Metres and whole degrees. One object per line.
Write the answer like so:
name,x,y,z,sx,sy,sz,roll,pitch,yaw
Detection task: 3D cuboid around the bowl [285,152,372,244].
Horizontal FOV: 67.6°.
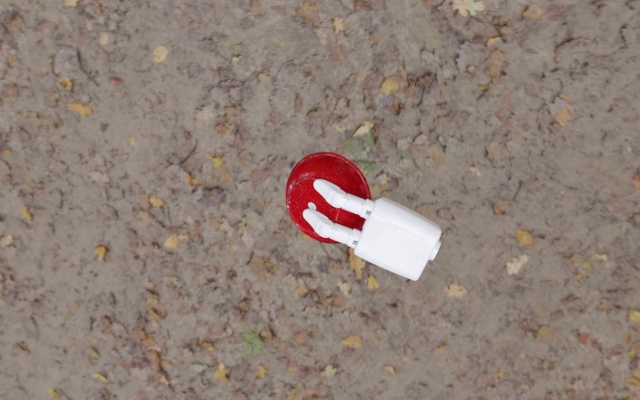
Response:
bowl,-0.001,0.002,0.791,0.162,0.162,0.055,0,13,27
